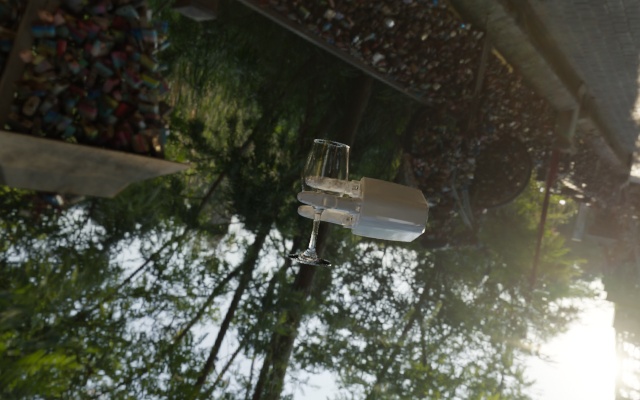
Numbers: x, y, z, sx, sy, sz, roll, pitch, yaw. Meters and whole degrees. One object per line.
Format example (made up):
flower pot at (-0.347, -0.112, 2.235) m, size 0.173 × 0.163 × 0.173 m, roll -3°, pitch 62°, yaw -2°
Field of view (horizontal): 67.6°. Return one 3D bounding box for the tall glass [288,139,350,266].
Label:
tall glass at (0.000, 0.003, 0.795) m, size 0.079 × 0.201 × 0.079 m, roll 10°, pitch 2°, yaw 0°
